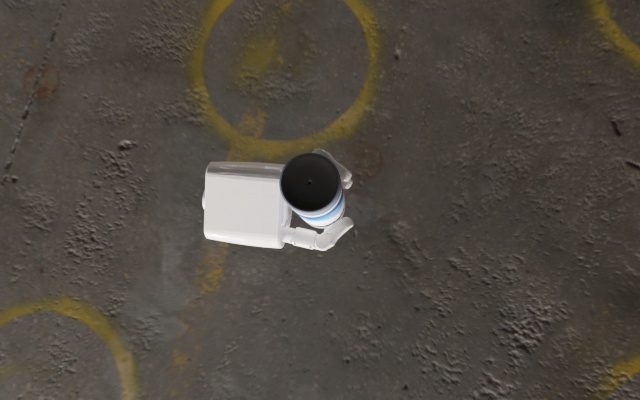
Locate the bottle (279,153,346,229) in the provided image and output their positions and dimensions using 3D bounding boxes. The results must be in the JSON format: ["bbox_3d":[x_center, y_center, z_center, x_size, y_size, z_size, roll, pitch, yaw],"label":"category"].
[{"bbox_3d":[0.000,0.002,0.653,0.069,0.069,0.296,0,-8,5],"label":"bottle"}]
